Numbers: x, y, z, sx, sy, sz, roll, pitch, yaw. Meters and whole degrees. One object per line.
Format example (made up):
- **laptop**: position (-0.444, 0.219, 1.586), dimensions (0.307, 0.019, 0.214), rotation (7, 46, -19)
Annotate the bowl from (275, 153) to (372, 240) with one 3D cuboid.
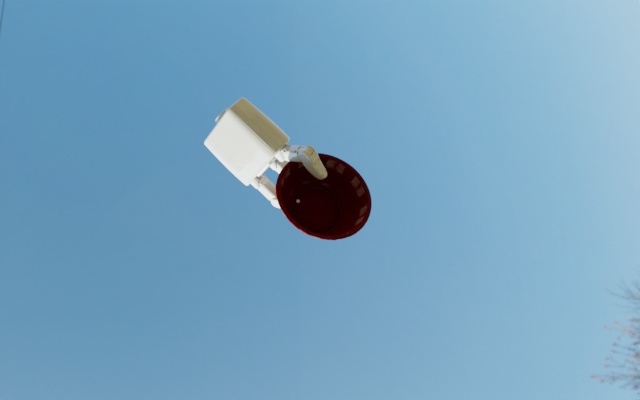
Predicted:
- **bowl**: position (0.001, 0.004, 0.789), dimensions (0.162, 0.162, 0.055), rotation (0, -30, -19)
